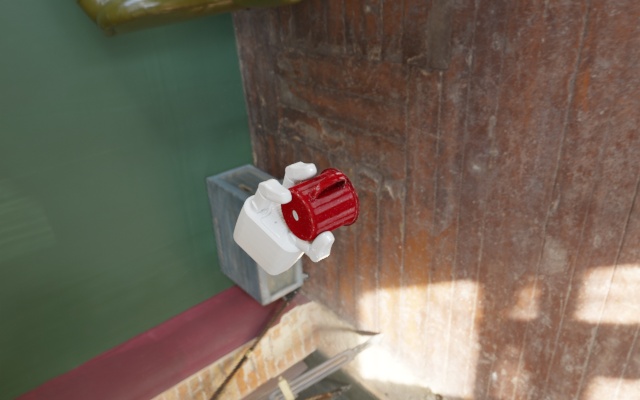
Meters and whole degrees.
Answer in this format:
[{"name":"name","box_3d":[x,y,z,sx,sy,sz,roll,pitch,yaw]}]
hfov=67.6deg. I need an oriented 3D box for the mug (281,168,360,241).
[{"name":"mug","box_3d":[0.000,0.002,0.684,0.081,0.093,0.117,-24,-20,-33]}]
